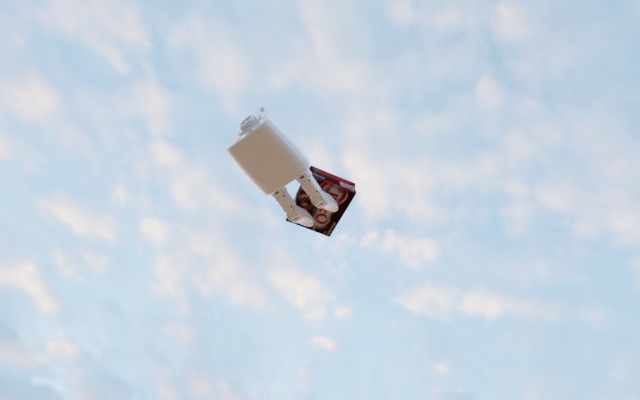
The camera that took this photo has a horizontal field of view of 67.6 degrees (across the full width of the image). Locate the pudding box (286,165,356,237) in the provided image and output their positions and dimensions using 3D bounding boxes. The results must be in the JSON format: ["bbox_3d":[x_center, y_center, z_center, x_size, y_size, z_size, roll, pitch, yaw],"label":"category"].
[{"bbox_3d":[0.000,0.003,0.856,0.090,0.113,0.039,22,35,-12],"label":"pudding box"}]
